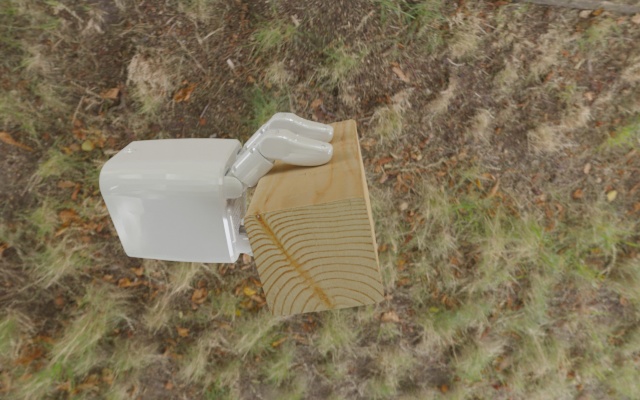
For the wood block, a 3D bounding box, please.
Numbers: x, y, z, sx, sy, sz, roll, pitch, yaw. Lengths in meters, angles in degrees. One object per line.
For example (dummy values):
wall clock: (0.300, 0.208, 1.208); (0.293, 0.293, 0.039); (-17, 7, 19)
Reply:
wood block: (0.000, 0.002, 0.439); (0.090, 0.091, 0.206); (-9, 24, 6)
